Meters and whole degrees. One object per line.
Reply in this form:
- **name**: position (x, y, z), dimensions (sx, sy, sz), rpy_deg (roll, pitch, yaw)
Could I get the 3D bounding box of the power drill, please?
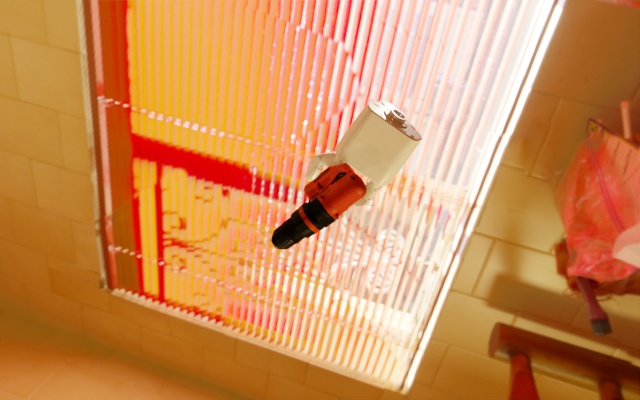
- **power drill**: position (0.000, 0.002, 0.845), dimensions (0.184, 0.057, 0.187), rpy_deg (-35, 12, 14)
